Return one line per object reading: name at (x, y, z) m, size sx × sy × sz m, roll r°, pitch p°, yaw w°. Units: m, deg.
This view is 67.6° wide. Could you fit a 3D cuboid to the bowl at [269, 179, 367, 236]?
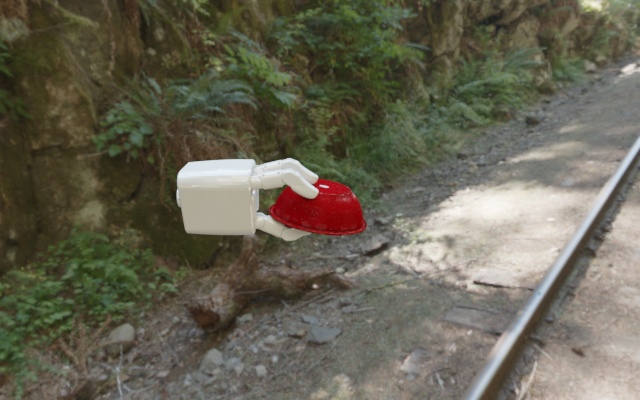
bowl at (0.001, 0.002, 0.770) m, size 0.162 × 0.055 × 0.162 m, roll 9°, pitch 16°, yaw -3°
